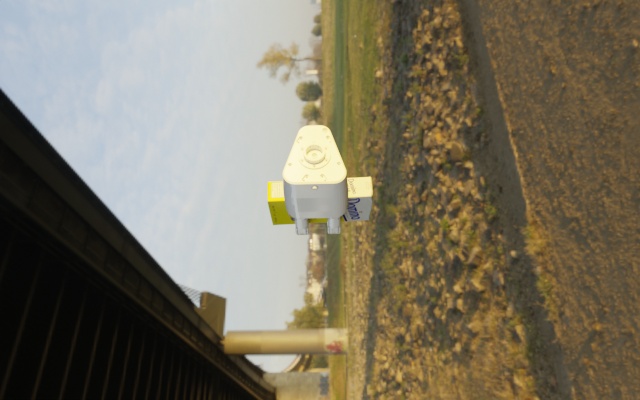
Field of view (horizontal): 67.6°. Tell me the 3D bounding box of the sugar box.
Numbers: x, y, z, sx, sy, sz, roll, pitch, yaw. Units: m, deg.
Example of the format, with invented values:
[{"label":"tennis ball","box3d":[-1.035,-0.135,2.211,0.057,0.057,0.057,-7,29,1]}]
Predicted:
[{"label":"sugar box","box3d":[0.000,0.003,0.831,0.176,0.048,0.093,-1,-29,1]}]
